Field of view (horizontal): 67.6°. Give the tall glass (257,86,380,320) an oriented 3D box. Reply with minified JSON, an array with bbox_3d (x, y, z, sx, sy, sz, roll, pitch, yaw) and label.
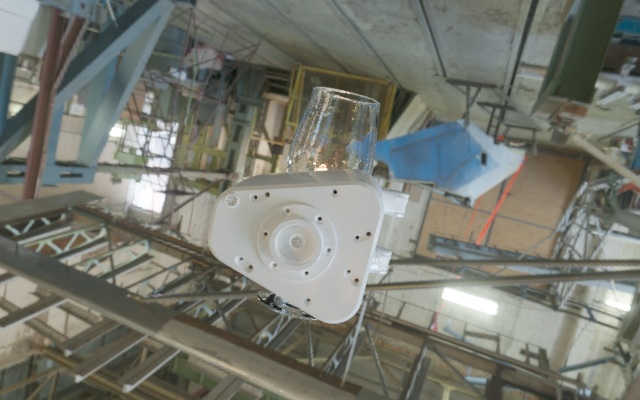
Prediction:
[{"bbox_3d":[0.000,0.002,0.439,0.079,0.201,0.079,14,6,-2],"label":"tall glass"}]
